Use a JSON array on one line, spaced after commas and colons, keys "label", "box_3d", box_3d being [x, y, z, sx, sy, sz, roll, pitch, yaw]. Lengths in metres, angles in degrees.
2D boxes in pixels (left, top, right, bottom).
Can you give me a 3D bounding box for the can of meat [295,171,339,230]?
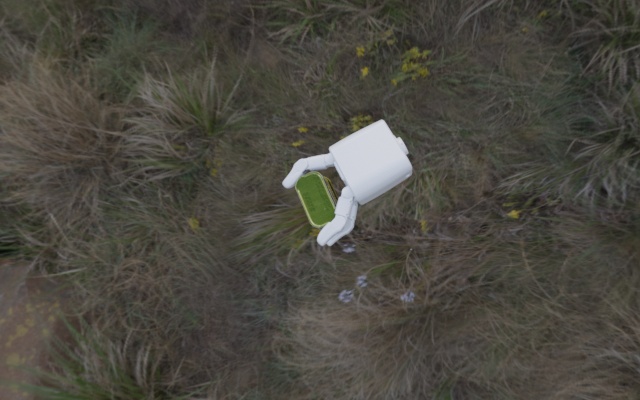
[{"label": "can of meat", "box_3d": [0.000, 0.003, 0.843, 0.057, 0.102, 0.084, -25, -10, 6]}]
